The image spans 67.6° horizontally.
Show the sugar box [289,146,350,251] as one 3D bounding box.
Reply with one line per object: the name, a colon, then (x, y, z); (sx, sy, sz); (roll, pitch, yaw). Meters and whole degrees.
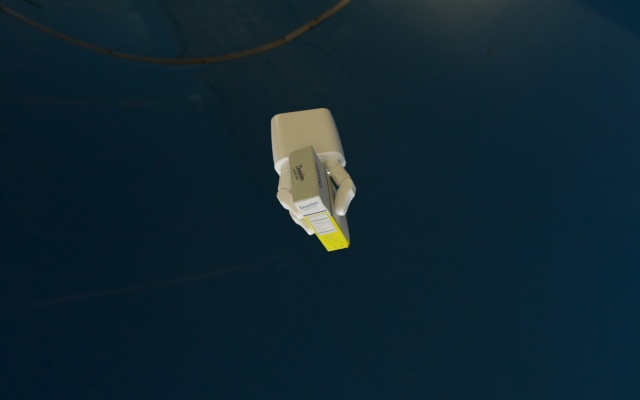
sugar box: (0.000, 0.003, 0.755); (0.048, 0.093, 0.176); (-16, -33, 13)
